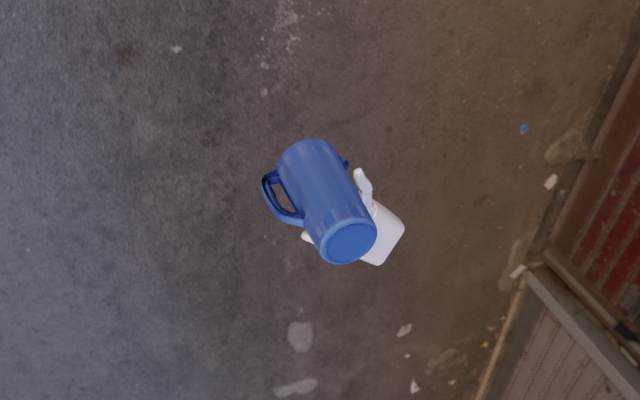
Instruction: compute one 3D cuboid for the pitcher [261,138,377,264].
[{"bbox_3d":[0.000,0.003,0.888,0.145,0.149,0.242,33,19,-40],"label":"pitcher"}]
